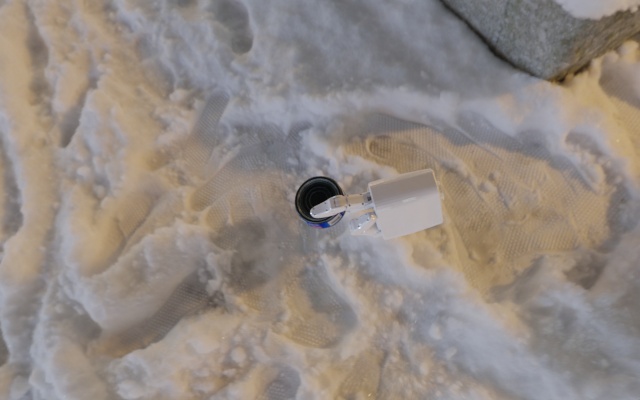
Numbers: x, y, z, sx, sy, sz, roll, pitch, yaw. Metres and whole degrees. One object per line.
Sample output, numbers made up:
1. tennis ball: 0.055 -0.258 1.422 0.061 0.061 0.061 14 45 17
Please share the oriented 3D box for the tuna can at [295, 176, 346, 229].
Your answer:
1. tuna can: 0.000 0.002 0.807 0.086 0.086 0.034 0 -17 16
